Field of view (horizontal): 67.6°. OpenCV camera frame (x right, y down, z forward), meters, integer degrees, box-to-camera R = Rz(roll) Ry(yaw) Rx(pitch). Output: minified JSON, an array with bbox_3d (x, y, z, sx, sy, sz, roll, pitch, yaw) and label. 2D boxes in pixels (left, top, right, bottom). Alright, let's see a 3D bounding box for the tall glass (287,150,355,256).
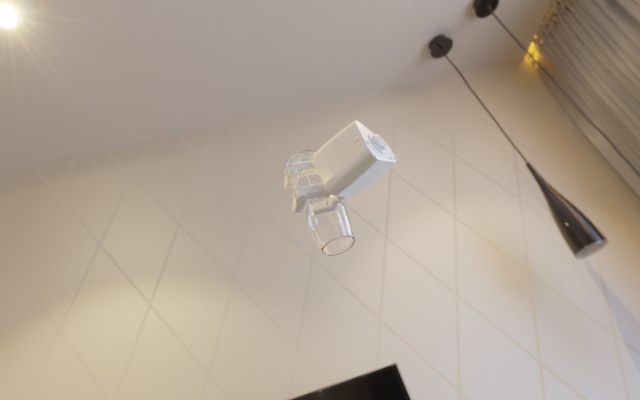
[{"bbox_3d":[0.000,0.002,0.892,0.079,0.201,0.079,-15,-33,-10],"label":"tall glass"}]
